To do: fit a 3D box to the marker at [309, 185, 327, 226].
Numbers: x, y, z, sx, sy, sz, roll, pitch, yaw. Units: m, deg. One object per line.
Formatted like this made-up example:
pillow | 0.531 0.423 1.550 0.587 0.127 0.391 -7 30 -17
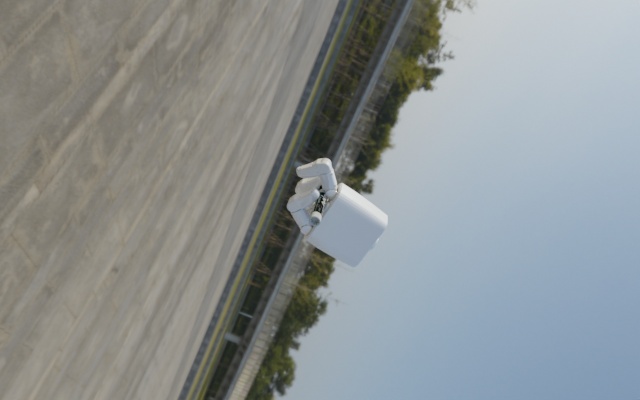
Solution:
marker | 0.000 0.003 0.801 0.020 0.020 0.121 0 30 10
